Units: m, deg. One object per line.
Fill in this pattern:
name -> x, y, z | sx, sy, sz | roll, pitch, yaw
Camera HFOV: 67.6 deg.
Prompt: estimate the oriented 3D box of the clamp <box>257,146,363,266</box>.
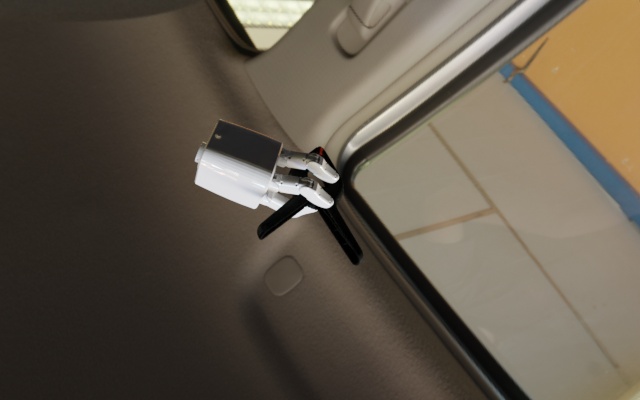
clamp -> 0.000, 0.002, 0.753 | 0.164, 0.209, 0.036 | 23, -42, -12
